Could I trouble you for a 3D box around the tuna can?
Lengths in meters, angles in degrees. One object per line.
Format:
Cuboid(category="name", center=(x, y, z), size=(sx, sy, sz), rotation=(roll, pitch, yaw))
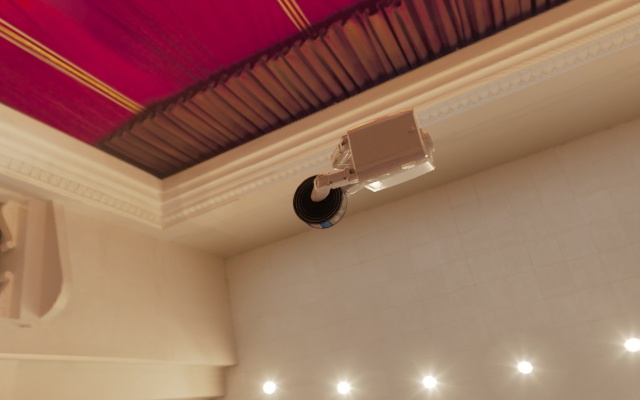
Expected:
Cuboid(category="tuna can", center=(0.000, 0.003, 0.785), size=(0.086, 0.086, 0.034), rotation=(0, -19, 22))
